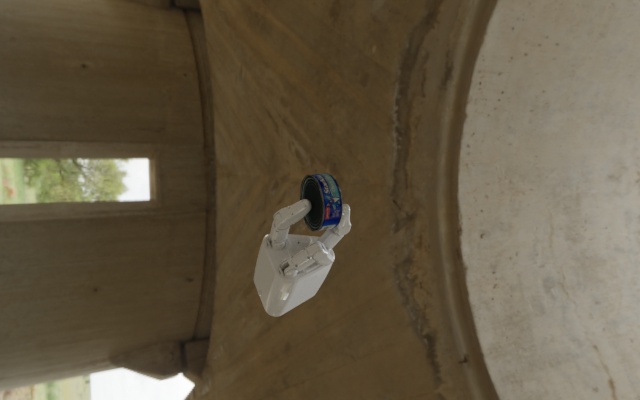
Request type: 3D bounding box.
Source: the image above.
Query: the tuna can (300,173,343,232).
[{"bbox_3d":[0.001,0.002,0.720,0.034,0.086,0.086,-7,3,-24],"label":"tuna can"}]
